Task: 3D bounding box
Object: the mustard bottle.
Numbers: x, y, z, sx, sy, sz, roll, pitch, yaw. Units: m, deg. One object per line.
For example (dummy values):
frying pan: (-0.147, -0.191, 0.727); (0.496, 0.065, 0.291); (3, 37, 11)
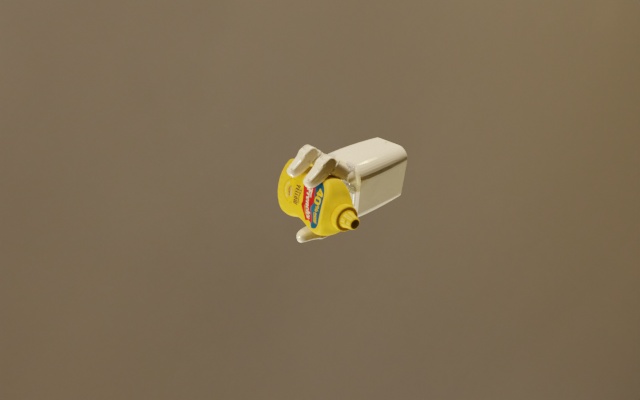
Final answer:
mustard bottle: (0.000, 0.002, 0.765); (0.058, 0.096, 0.191); (2, 18, -35)
